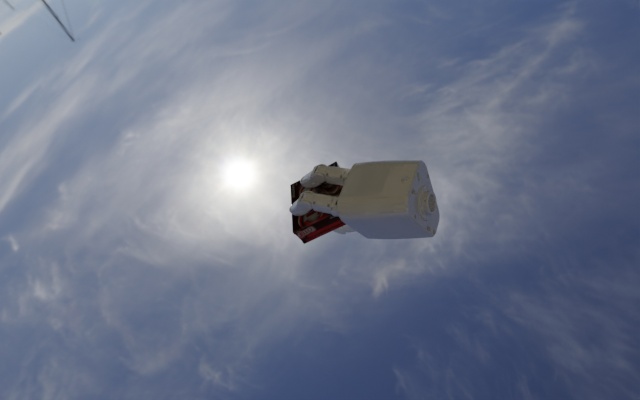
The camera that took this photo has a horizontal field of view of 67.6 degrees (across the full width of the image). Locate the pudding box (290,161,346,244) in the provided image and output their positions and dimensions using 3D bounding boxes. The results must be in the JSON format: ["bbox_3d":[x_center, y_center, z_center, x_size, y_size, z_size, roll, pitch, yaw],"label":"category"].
[{"bbox_3d":[0.000,0.003,0.746,0.090,0.113,0.039,-25,-52,16],"label":"pudding box"}]
